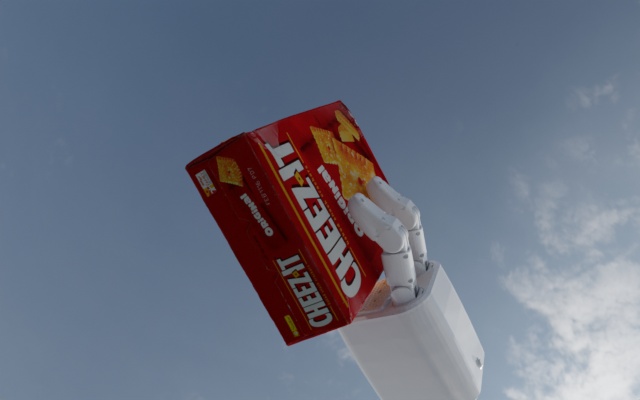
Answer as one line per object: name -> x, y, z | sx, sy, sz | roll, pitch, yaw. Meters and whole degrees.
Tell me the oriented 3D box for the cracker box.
cracker box -> 0.000, 0.001, 0.446 | 0.072, 0.164, 0.213 | -26, 6, 27
